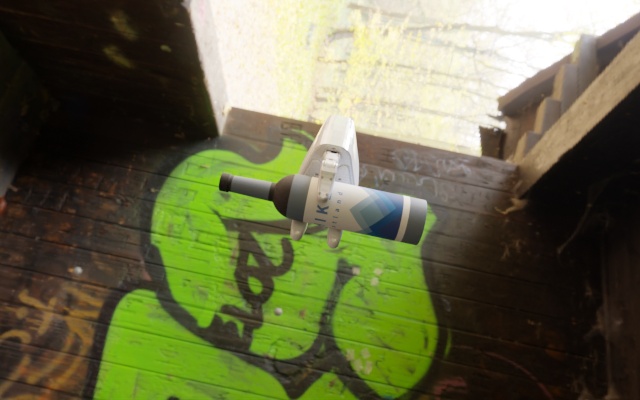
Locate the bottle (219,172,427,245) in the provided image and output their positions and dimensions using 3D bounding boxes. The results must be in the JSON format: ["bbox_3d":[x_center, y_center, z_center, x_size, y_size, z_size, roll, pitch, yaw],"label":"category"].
[{"bbox_3d":[0.000,0.002,0.689,0.296,0.069,0.069,12,0,1],"label":"bottle"}]
